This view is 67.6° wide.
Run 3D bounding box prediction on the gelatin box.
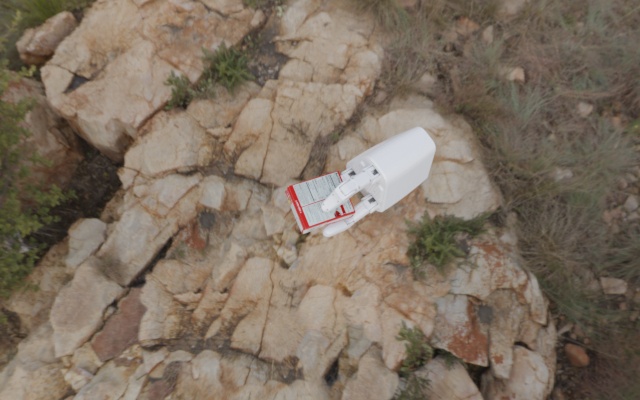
[{"bbox_3d":[0.000,0.002,0.733,0.089,0.073,0.030,-18,-14,-19],"label":"gelatin box"}]
